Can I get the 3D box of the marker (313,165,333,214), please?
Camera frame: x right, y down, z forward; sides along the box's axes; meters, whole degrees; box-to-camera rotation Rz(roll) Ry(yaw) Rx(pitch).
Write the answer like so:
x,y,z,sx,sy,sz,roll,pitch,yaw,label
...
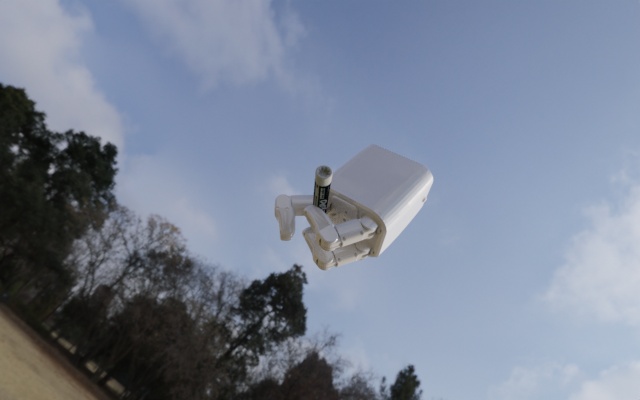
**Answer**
x,y,z,sx,sy,sz,roll,pitch,yaw,label
0.000,0.002,0.570,0.020,0.020,0.121,0,-34,-4,marker
